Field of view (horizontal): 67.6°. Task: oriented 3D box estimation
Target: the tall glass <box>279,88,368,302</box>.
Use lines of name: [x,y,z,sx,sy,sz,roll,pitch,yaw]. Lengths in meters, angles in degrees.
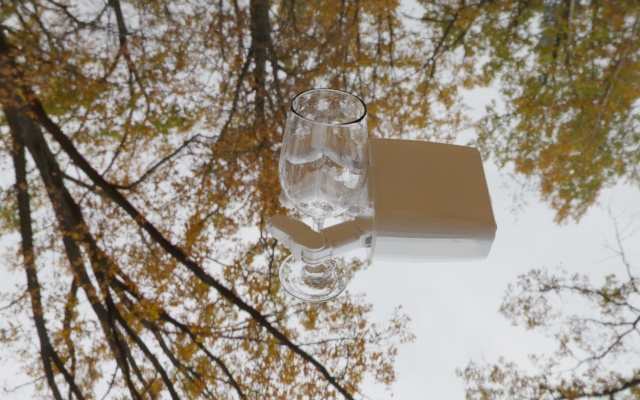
tall glass: [0.000,0.002,0.443,0.079,0.201,0.079,3,39,-2]
